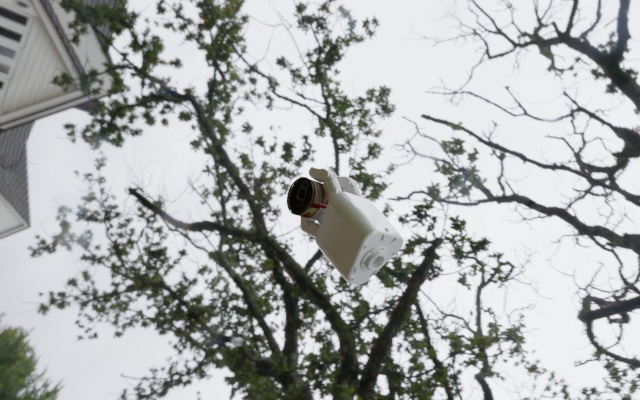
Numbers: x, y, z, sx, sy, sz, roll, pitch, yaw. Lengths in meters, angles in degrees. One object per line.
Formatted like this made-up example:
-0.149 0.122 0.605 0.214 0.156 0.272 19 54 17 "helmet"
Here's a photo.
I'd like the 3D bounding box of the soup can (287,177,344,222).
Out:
0.000 0.003 0.849 0.102 0.068 0.068 17 -11 -42 "soup can"
